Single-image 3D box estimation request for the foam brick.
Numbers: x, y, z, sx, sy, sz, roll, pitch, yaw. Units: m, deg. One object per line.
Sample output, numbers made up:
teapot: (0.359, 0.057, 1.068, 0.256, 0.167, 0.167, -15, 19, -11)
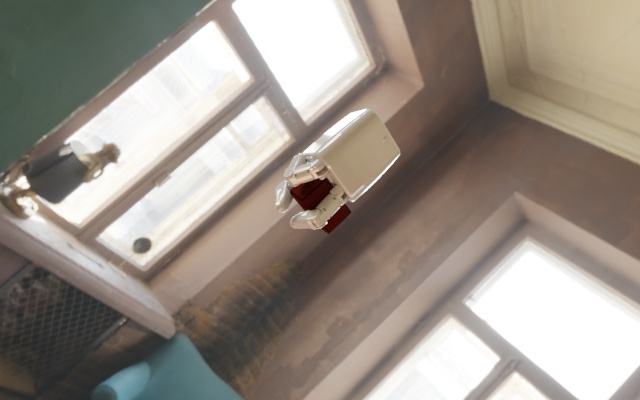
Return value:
foam brick: (0.000, 0.003, 0.734, 0.051, 0.078, 0.053, -43, 31, -8)
